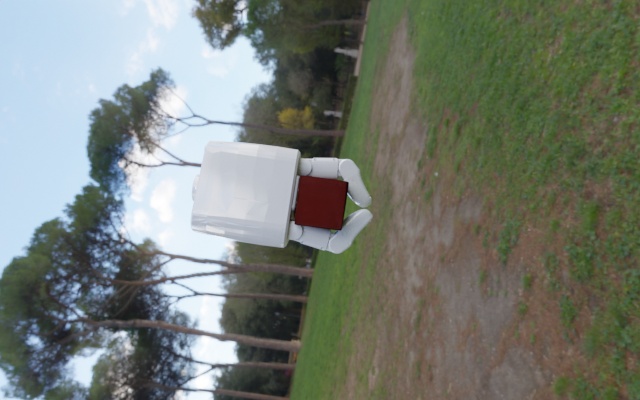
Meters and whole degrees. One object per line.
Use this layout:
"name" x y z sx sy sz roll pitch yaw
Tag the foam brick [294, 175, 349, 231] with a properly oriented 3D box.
"foam brick" 0.000 0.002 0.526 0.051 0.053 0.078 8 1 -1
